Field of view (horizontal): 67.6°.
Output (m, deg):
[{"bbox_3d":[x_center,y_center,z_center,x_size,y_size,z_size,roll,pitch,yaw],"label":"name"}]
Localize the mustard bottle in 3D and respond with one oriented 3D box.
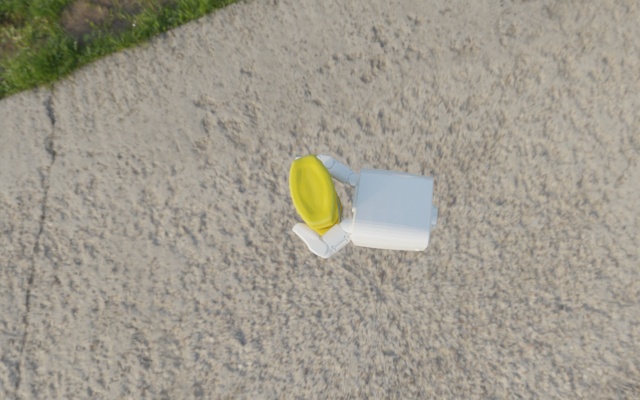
[{"bbox_3d":[0.000,0.002,0.706,0.058,0.096,0.192,-18,-12,3],"label":"mustard bottle"}]
